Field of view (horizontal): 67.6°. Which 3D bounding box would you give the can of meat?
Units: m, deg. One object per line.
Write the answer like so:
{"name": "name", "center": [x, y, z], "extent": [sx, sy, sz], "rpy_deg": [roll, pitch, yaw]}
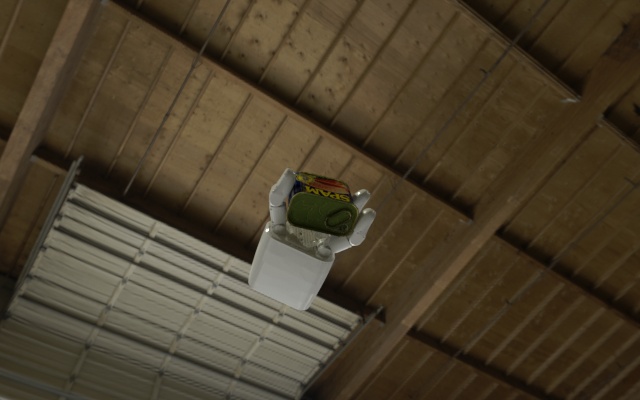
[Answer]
{"name": "can of meat", "center": [0.000, 0.002, 0.716], "extent": [0.102, 0.057, 0.084], "rpy_deg": [13, 25, -12]}
